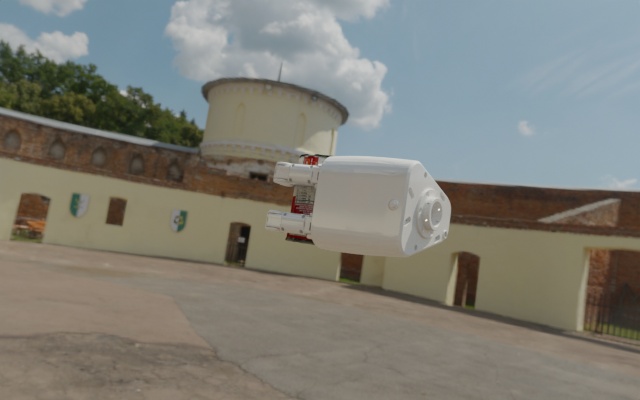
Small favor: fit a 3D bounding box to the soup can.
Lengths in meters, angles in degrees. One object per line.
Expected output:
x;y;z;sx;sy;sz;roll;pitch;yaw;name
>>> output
0.000;0.002;0.561;0.068;0.102;0.068;9;-5;1;soup can
